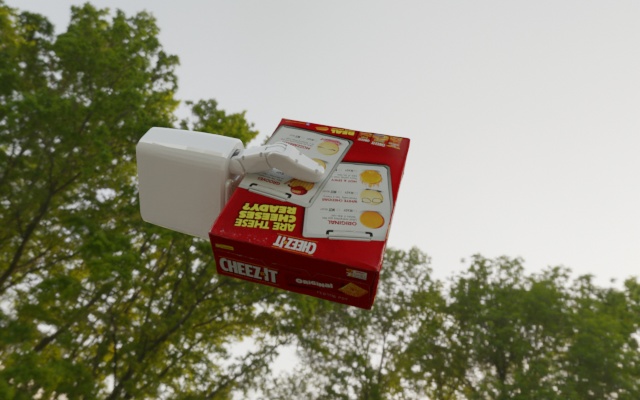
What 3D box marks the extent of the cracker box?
[{"bbox_3d":[0.000,0.001,0.525,0.164,0.072,0.213,11,43,11],"label":"cracker box"}]
